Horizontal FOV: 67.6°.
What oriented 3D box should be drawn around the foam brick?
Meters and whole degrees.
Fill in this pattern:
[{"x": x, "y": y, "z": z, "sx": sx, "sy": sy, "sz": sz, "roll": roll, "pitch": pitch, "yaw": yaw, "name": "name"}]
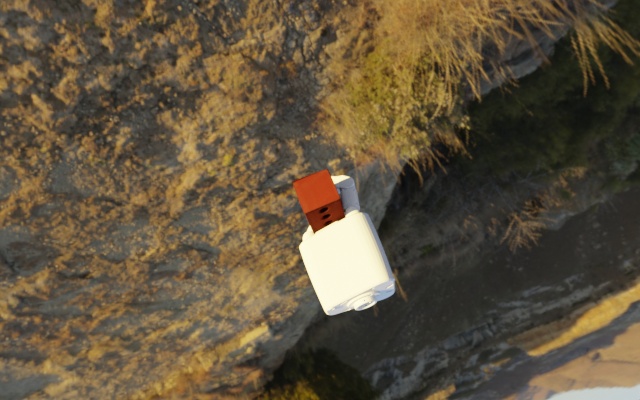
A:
[{"x": 0.000, "y": 0.002, "z": 0.665, "sx": 0.053, "sy": 0.051, "sz": 0.078, "roll": -22, "pitch": -27, "yaw": 0, "name": "foam brick"}]
